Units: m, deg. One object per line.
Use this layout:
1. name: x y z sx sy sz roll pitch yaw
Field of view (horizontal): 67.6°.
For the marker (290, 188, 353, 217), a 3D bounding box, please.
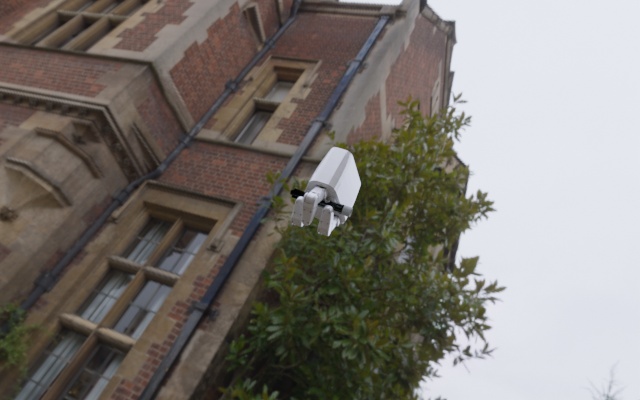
1. marker: 0.000 0.003 0.884 0.121 0.020 0.020 19 4 14
